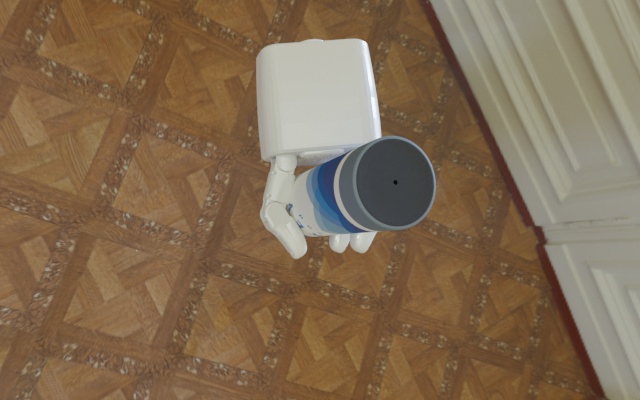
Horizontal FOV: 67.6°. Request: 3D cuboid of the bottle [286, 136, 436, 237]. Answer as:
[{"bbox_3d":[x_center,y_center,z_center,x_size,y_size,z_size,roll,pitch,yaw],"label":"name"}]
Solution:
[{"bbox_3d":[0.000,0.002,0.469,0.069,0.069,0.296,0,-6,-21],"label":"bottle"}]
